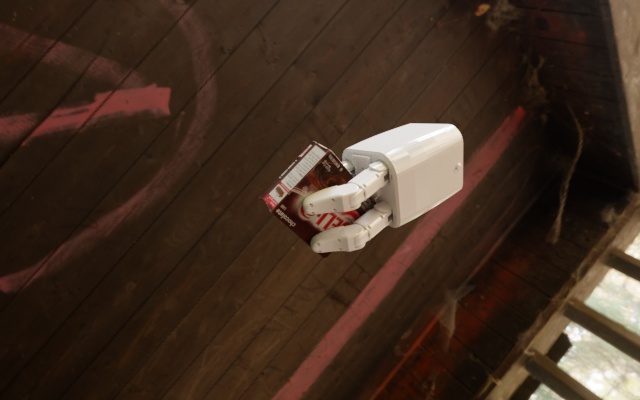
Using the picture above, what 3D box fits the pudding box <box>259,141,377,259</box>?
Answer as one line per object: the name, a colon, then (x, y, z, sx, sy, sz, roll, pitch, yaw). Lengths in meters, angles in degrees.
pudding box: (0.000, 0.002, 0.535, 0.113, 0.090, 0.039, 45, -3, -40)
